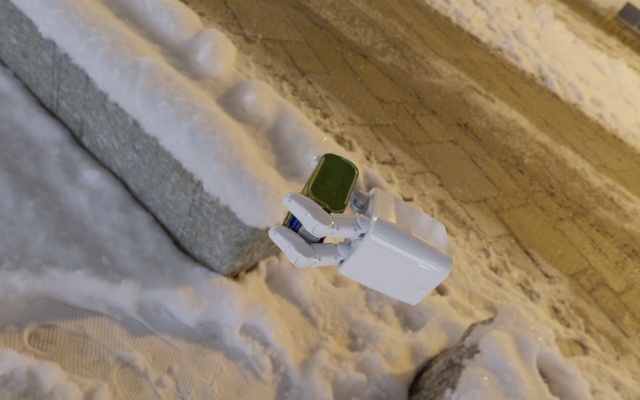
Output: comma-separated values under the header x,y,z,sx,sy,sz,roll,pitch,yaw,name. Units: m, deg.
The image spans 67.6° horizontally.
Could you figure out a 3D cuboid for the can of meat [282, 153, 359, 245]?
x,y,z,sx,sy,sz,roll,pitch,yaw,name
0.000,0.002,0.583,0.057,0.084,0.102,29,42,-5,can of meat
